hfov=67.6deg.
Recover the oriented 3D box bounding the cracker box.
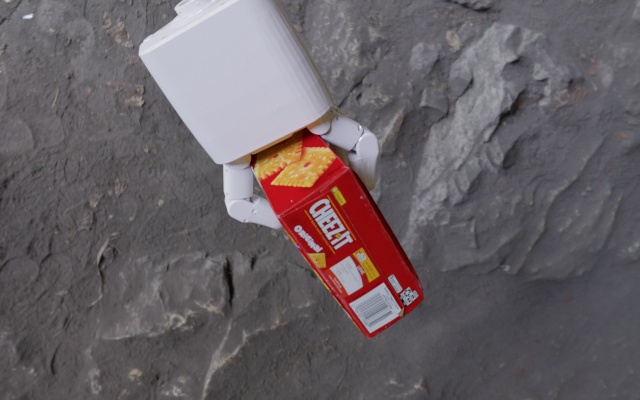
[{"bbox_3d":[0.000,0.002,0.462,0.072,0.164,0.213,-34,33,0],"label":"cracker box"}]
